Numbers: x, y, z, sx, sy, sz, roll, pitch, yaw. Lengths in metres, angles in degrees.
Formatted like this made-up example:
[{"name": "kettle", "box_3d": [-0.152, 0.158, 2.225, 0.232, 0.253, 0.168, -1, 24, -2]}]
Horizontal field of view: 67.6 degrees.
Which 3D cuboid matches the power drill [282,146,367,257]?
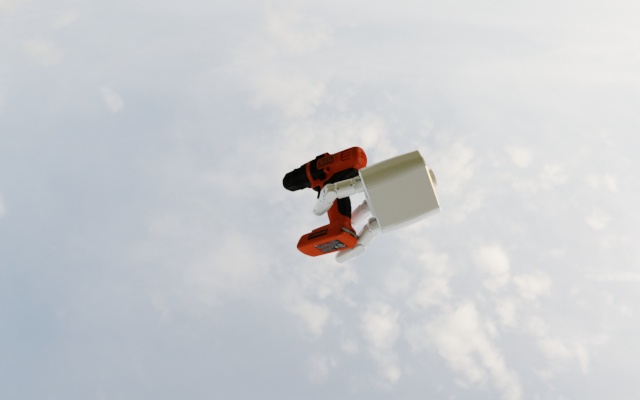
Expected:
[{"name": "power drill", "box_3d": [0.000, 0.003, 0.864, 0.184, 0.187, 0.057, -19, -34, 33]}]
